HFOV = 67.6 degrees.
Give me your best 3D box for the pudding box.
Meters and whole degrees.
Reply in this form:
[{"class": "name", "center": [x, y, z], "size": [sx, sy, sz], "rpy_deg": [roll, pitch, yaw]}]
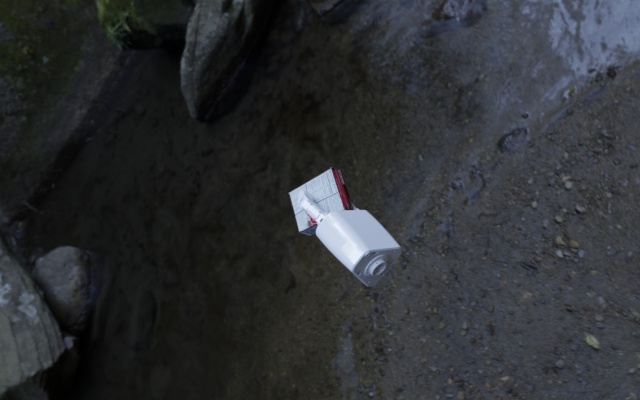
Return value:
[{"class": "pudding box", "center": [0.000, 0.003, 0.895], "size": [0.113, 0.090, 0.039], "rpy_deg": [-28, -25, 28]}]
